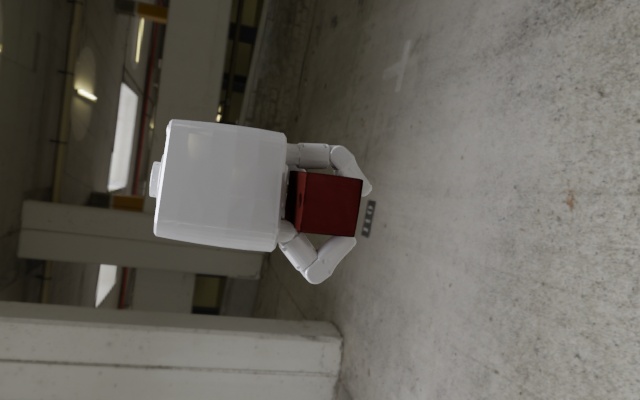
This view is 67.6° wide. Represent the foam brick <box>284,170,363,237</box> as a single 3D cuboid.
[{"bbox_3d":[0.000,0.001,0.442,0.051,0.053,0.078,7,2,-15],"label":"foam brick"}]
